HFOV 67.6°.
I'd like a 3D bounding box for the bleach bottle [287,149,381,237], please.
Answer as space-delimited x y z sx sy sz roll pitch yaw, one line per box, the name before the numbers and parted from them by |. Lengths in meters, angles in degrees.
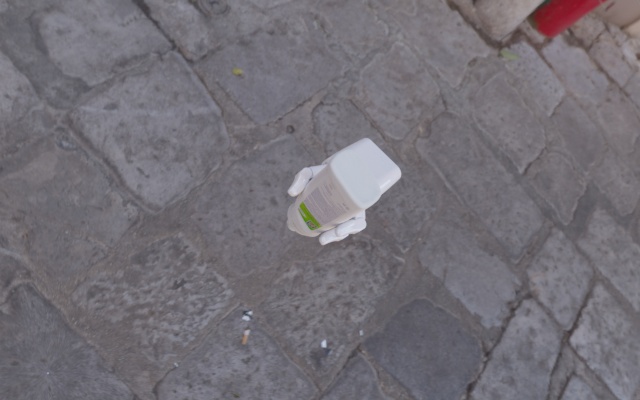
bleach bottle | 0.000 0.003 0.852 0.068 0.102 0.251 -34 1 -34
